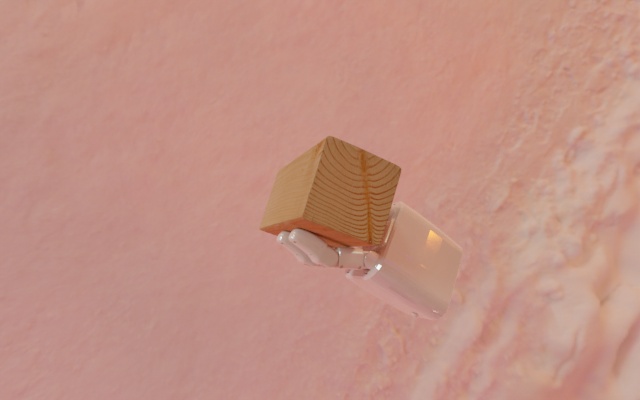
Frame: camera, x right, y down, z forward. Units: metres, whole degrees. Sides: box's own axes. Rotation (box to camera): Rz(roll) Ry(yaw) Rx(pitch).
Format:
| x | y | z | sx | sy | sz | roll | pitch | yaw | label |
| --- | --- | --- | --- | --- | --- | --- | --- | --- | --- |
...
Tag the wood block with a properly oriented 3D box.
| x | y | z | sx | sy | sz | roll | pitch | yaw | label |
| --- | --- | --- | --- | --- | --- | --- | --- | --- | --- |
| 0.001 | 0.002 | 0.575 | 0.090 | 0.091 | 0.206 | 21 | -13 | -16 | wood block |
